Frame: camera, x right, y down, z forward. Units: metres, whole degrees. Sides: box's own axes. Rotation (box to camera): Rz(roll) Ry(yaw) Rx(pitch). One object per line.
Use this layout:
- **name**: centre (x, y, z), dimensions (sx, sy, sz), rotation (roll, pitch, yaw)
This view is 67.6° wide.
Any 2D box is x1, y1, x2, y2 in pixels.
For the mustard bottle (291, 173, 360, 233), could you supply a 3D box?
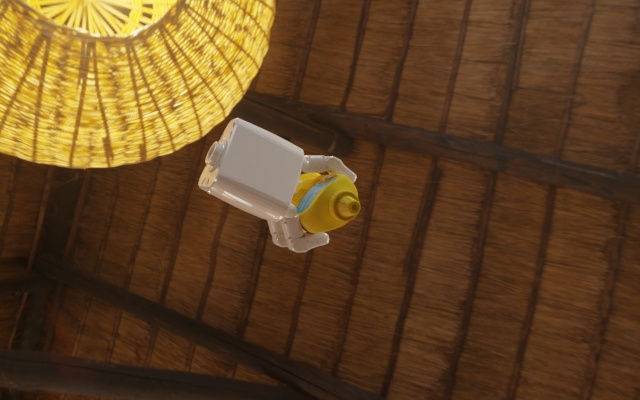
- **mustard bottle**: centre (0.000, 0.002, 0.686), dimensions (0.096, 0.058, 0.191), rotation (-45, 21, -17)
